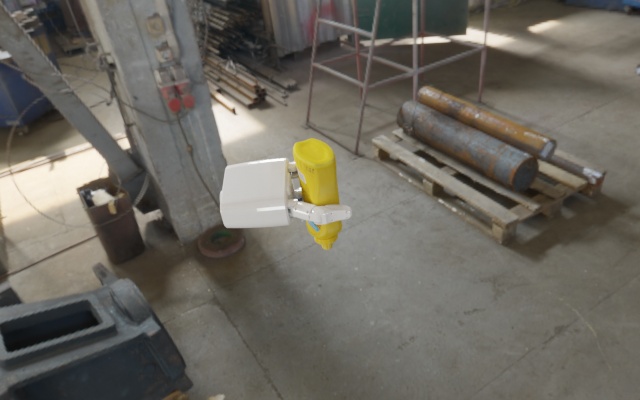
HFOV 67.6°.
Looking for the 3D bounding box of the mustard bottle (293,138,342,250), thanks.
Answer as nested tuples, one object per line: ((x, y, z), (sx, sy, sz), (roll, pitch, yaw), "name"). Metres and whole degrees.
((0.000, 0.002, 0.777), (0.058, 0.192, 0.096), (-19, 35, -16), "mustard bottle")
